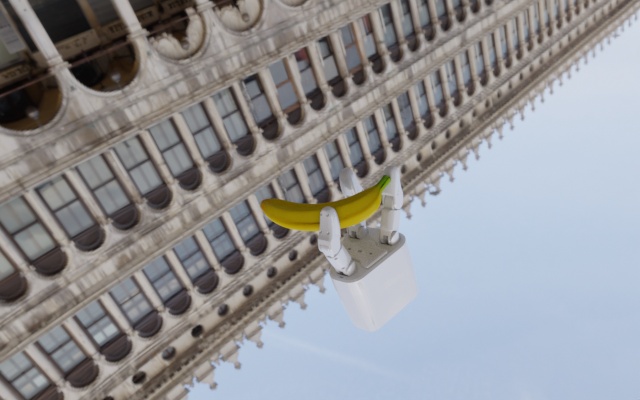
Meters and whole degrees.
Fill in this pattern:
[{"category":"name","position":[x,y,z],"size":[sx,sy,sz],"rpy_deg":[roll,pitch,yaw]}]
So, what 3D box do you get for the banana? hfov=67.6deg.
[{"category":"banana","position":[-0.001,0.013,0.649],"size":[0.198,0.037,0.069],"rpy_deg":[-9,34,22]}]
